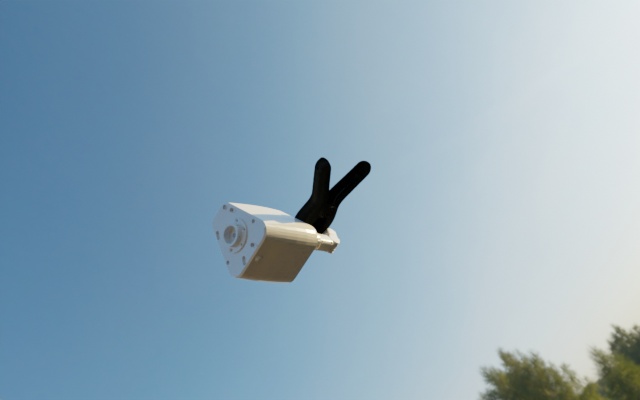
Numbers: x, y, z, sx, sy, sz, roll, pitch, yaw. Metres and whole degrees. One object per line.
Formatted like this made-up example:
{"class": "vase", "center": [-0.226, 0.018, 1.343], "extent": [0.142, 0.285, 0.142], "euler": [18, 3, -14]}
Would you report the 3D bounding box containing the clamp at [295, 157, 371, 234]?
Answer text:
{"class": "clamp", "center": [0.000, 0.002, 0.731], "extent": [0.120, 0.171, 0.039], "euler": [15, 23, -50]}
